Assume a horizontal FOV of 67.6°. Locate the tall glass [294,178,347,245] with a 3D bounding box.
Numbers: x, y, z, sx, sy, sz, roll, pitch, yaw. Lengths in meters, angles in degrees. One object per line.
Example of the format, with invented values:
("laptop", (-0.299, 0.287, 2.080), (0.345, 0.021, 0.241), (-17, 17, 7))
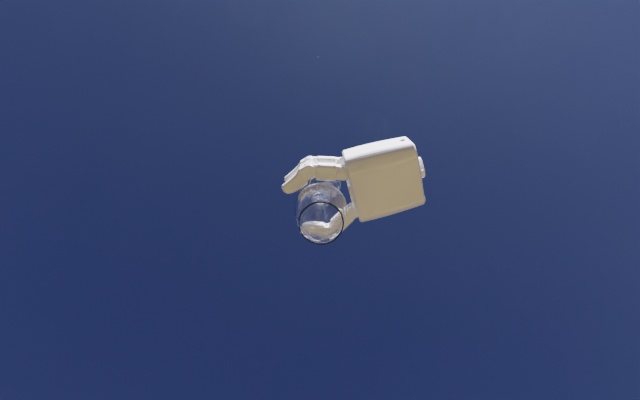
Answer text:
("tall glass", (0.000, 0.002, 0.736), (0.079, 0.079, 0.201), (0, 17, 0))
